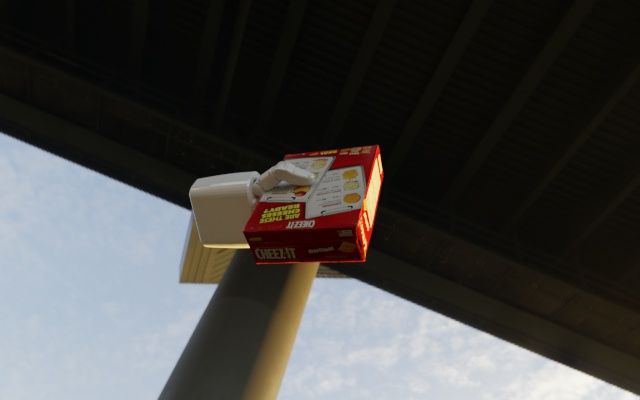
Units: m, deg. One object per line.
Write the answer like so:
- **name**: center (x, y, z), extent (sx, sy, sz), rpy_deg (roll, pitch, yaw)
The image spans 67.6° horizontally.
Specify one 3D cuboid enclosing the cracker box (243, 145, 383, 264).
- **cracker box**: center (0.000, 0.002, 0.721), extent (0.164, 0.072, 0.213), rpy_deg (-4, 34, 18)
